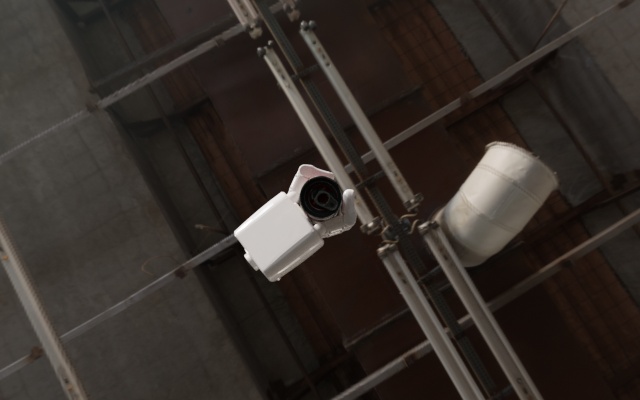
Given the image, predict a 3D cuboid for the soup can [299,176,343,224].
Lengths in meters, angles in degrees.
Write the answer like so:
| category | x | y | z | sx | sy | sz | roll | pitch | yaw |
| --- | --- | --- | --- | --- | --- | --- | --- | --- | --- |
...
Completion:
| category | x | y | z | sx | sy | sz | roll | pitch | yaw |
| --- | --- | --- | --- | --- | --- | --- | --- | --- | --- |
| soup can | 0.000 | 0.002 | 0.787 | 0.068 | 0.068 | 0.102 | 0 | -9 | -1 |
